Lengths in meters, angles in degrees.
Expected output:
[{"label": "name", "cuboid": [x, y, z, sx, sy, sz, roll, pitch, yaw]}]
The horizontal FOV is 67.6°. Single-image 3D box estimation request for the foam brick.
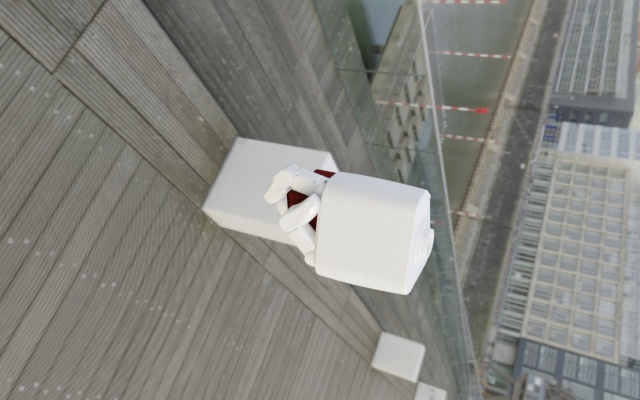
[{"label": "foam brick", "cuboid": [0.000, 0.002, 0.585, 0.051, 0.053, 0.078, 11, 30, 25]}]
